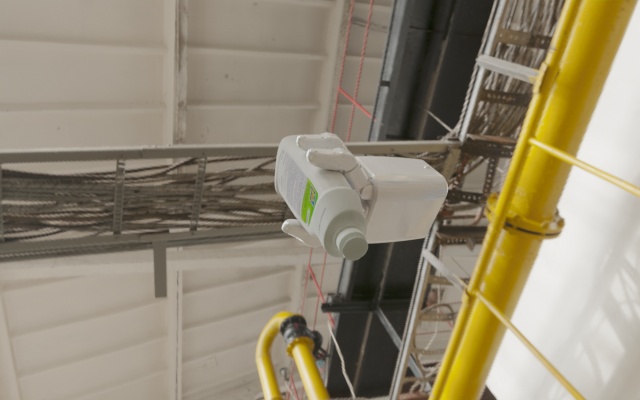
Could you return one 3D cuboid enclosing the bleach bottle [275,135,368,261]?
[{"bbox_3d":[0.000,0.002,0.603,0.068,0.103,0.250,-2,27,-17],"label":"bleach bottle"}]
